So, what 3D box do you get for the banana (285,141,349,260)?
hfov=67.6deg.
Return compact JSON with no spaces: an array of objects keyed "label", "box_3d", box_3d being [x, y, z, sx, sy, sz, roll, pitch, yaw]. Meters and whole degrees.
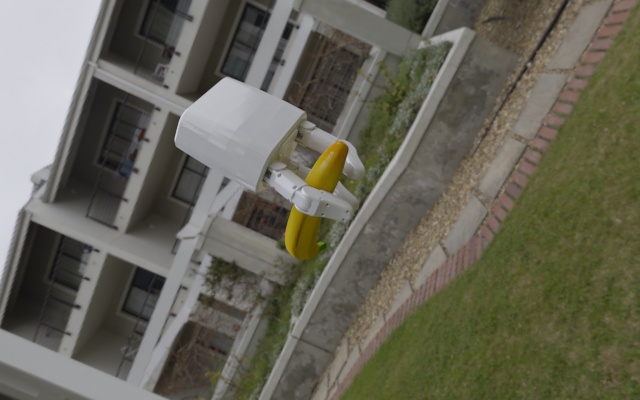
[{"label":"banana","box_3d":[-0.010,0.016,0.548,0.037,0.069,0.198,30,-37,13]}]
